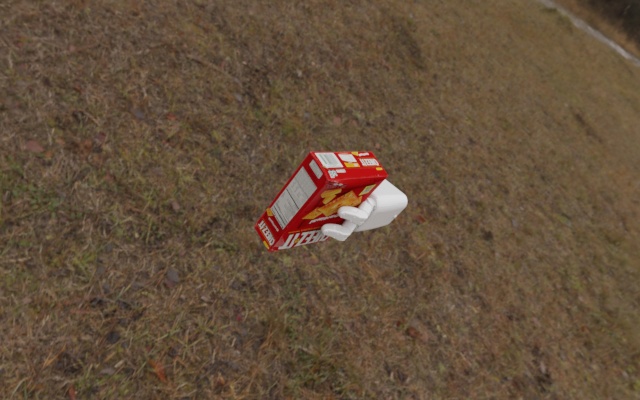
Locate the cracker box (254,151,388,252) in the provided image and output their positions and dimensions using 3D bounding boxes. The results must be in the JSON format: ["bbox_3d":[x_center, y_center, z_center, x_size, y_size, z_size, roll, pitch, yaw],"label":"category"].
[{"bbox_3d":[0.000,0.003,0.891,0.164,0.072,0.214,-6,-35,-45],"label":"cracker box"}]
